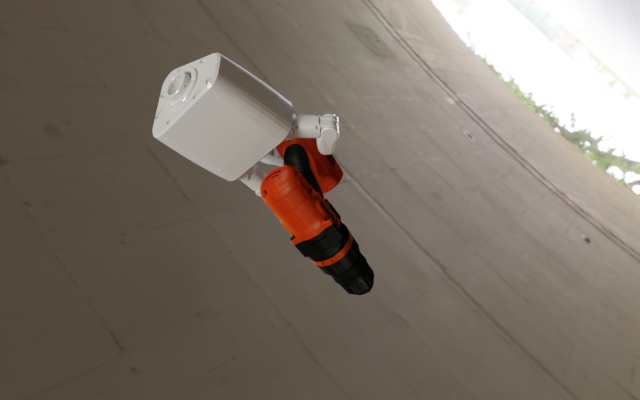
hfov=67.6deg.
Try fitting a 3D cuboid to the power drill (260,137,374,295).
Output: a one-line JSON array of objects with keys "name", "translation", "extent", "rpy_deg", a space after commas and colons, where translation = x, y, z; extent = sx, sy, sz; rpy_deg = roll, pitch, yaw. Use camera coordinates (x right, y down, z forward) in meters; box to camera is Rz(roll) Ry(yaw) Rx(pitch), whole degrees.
[{"name": "power drill", "translation": [0.000, 0.001, 0.566], "extent": [0.057, 0.184, 0.187], "rpy_deg": [-29, 30, 13]}]
